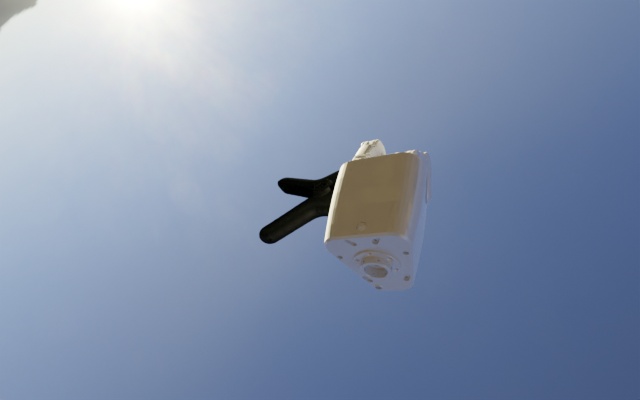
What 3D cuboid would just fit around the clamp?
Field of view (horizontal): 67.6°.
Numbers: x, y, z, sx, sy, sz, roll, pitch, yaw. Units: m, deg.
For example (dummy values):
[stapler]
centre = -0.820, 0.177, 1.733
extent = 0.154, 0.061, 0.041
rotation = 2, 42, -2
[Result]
[clamp]
centre = 0.001, 0.002, 0.603
extent = 0.171, 0.120, 0.039
rotation = -11, -47, 31
